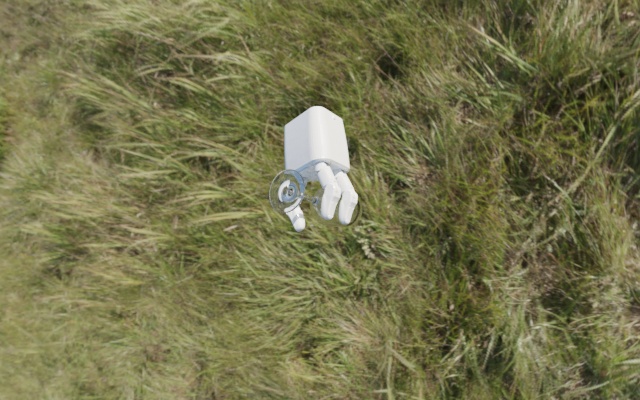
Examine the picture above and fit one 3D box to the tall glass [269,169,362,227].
[{"bbox_3d":[0.000,0.003,0.866,0.079,0.079,0.201,0,-11,35],"label":"tall glass"}]
